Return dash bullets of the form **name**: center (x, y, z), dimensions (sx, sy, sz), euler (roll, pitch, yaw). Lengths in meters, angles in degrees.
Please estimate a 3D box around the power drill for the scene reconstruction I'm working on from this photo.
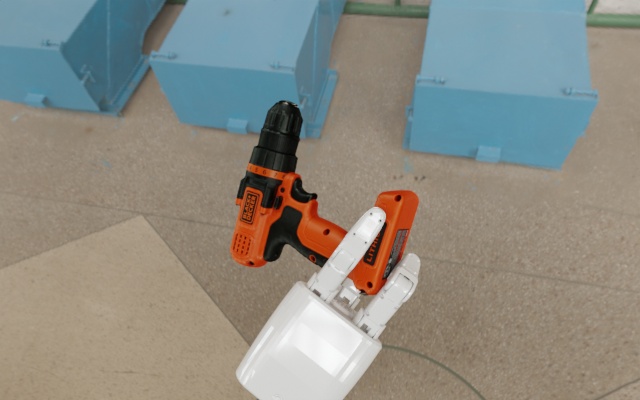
- **power drill**: center (0.000, 0.002, 0.490), dimensions (0.187, 0.184, 0.057), euler (19, 9, 28)
